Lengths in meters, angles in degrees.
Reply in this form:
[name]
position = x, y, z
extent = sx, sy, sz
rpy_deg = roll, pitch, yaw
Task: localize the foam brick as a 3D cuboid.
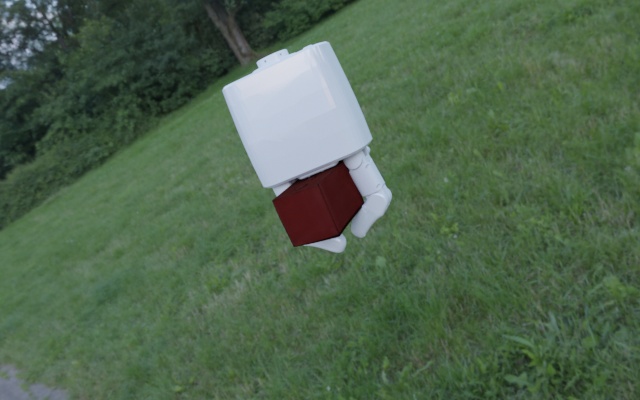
[foam brick]
position = 0.000, 0.002, 0.458
extent = 0.053, 0.051, 0.078
rpy_deg = -17, 15, 28
